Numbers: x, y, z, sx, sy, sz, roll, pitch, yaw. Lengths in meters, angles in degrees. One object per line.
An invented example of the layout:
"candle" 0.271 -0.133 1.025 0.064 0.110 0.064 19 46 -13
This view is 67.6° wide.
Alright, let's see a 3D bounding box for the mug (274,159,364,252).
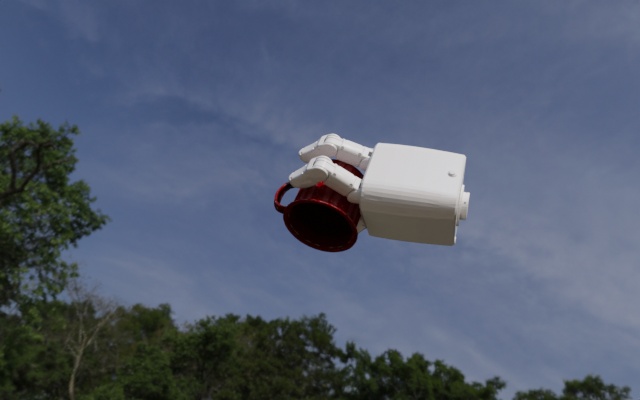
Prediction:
"mug" -0.001 0.002 0.594 0.117 0.081 0.093 9 -42 18
